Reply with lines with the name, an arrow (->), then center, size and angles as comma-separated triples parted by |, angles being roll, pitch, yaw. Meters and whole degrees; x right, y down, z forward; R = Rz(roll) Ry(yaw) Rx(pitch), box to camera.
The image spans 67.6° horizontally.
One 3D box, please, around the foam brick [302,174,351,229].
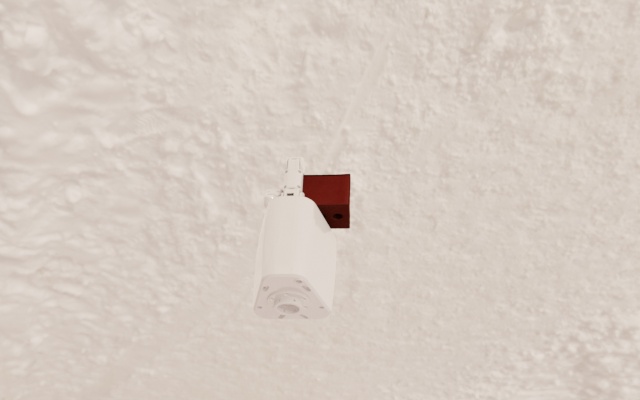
foam brick -> 0.000, 0.002, 0.607 | 0.078, 0.051, 0.053 | -1, -39, 4
